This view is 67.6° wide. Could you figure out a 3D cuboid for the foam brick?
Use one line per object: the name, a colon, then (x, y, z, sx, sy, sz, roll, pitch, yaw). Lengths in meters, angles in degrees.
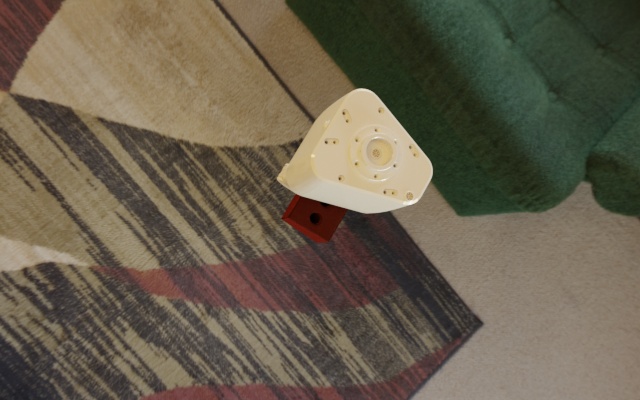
foam brick: (0.000, 0.002, 0.534, 0.053, 0.078, 0.051, 32, -10, -10)
